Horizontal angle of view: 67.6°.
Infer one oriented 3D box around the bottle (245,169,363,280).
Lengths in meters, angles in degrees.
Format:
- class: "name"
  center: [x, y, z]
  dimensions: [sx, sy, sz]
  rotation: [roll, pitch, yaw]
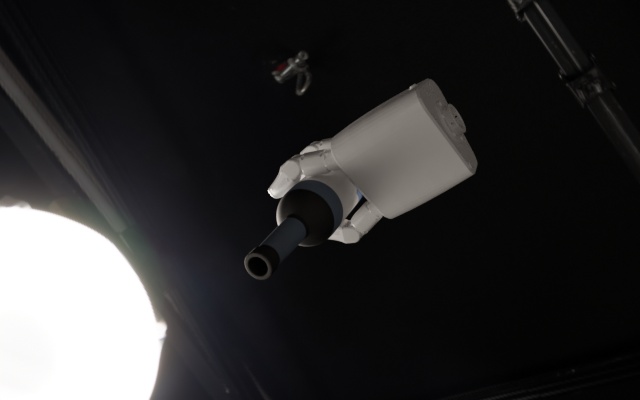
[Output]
- class: "bottle"
  center: [0.000, 0.002, 0.537]
  dimensions: [0.069, 0.069, 0.295]
  rotation: [0, 22, 23]
